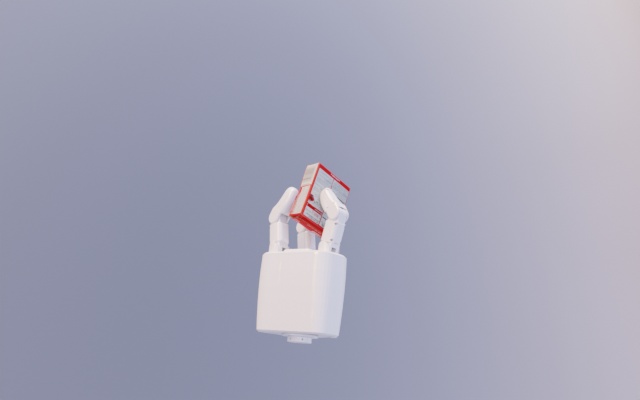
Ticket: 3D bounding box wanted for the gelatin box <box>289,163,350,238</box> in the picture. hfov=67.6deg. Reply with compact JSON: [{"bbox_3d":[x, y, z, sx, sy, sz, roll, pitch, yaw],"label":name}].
[{"bbox_3d":[0.001,0.002,0.691,0.030,0.089,0.073,-8,-36,45],"label":"gelatin box"}]
